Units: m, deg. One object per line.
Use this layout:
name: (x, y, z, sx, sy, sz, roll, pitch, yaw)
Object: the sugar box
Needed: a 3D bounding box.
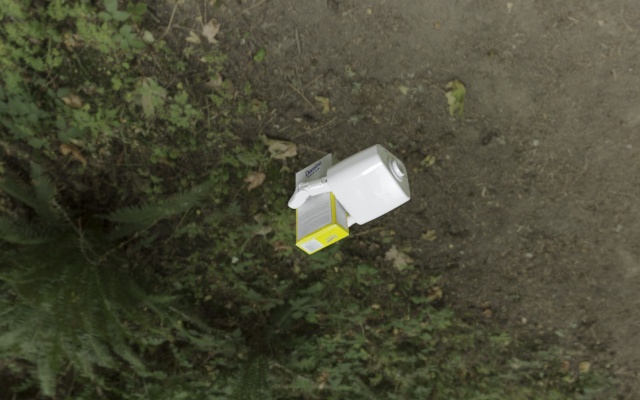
sugar box: (0.001, 0.003, 0.886, 0.093, 0.176, 0.048, -28, -49, 28)
